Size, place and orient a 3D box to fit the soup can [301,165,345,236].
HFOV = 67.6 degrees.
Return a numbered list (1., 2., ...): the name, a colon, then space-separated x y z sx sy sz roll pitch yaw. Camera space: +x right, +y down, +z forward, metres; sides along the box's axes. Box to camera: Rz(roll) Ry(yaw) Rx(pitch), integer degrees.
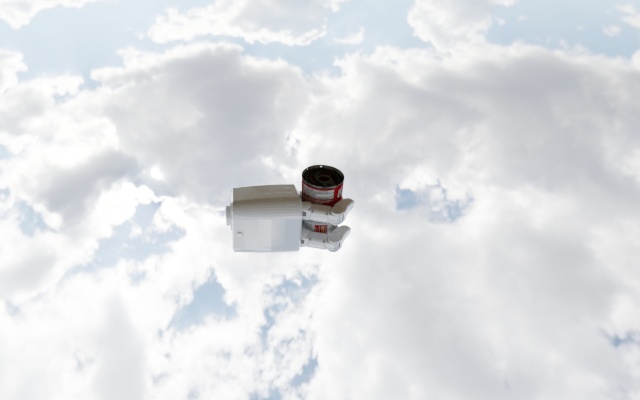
1. soup can: 0.001 0.003 0.774 0.068 0.102 0.068 4 34 -2
